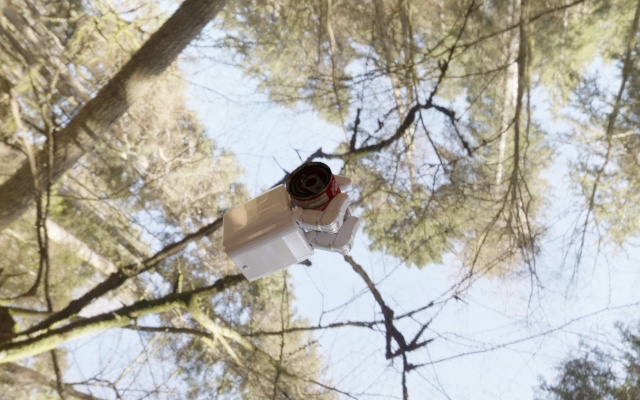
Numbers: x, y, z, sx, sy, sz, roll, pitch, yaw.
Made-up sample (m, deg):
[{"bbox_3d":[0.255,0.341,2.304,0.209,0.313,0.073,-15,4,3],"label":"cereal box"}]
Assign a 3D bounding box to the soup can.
[{"bbox_3d":[0.001,0.002,0.692,0.068,0.068,0.102,0,-38,25],"label":"soup can"}]
